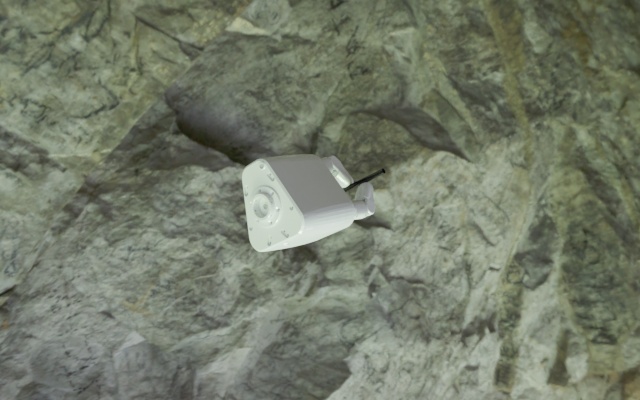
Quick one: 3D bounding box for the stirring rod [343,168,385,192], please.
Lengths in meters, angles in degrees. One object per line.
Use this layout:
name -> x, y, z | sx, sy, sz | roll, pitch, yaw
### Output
stirring rod -> 0.000, 0.002, 0.735 | 0.239, 0.011, 0.011 | -26, -16, 35
